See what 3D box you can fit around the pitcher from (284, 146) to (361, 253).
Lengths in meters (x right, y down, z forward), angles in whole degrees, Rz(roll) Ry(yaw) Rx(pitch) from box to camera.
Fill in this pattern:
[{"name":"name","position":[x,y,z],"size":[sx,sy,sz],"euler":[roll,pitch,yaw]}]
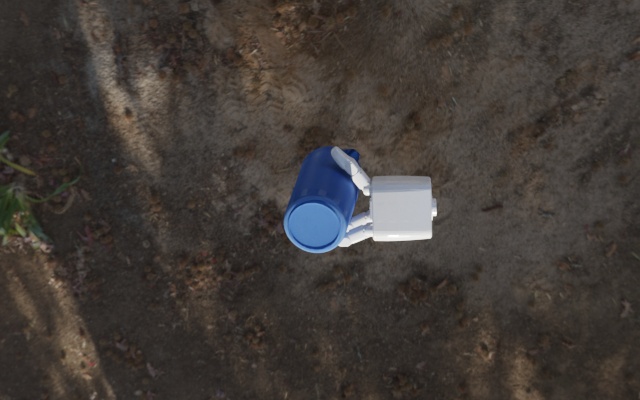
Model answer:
[{"name":"pitcher","position":[0.000,0.003,0.899],"size":[0.145,0.149,0.242],"euler":[0,23,9]}]
